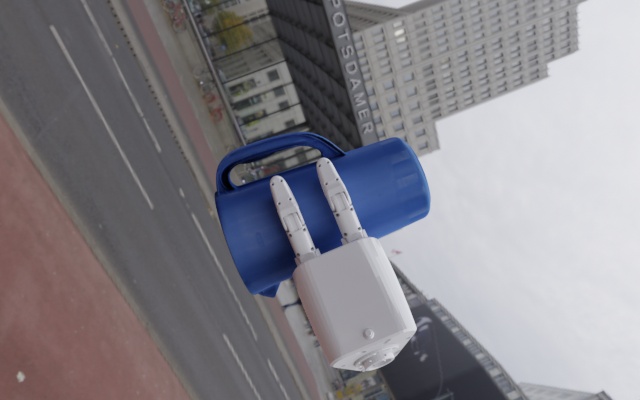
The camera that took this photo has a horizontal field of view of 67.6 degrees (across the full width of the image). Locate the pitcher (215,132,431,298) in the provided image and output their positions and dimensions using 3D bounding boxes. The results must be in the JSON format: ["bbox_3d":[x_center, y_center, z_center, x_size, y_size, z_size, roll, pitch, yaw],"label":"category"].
[{"bbox_3d":[0.000,0.002,0.580,0.243,0.145,0.149,-21,-30,-4],"label":"pitcher"}]
